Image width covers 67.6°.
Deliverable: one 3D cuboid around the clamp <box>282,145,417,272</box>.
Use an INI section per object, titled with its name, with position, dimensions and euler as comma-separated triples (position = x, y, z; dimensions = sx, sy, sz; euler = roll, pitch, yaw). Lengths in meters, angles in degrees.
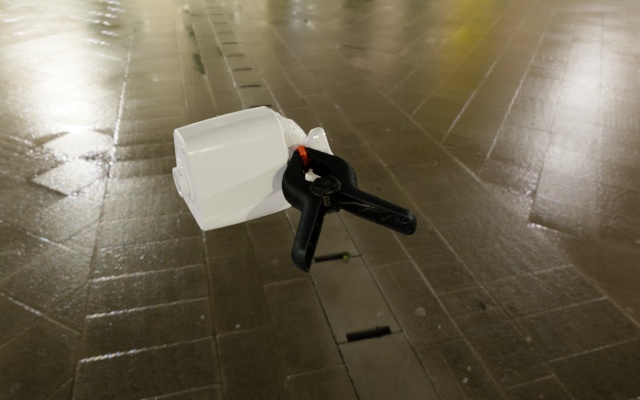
[clamp]
position = 0.000, 0.001, 0.479
dimensions = 0.120, 0.039, 0.171
euler = -19, 38, -22
